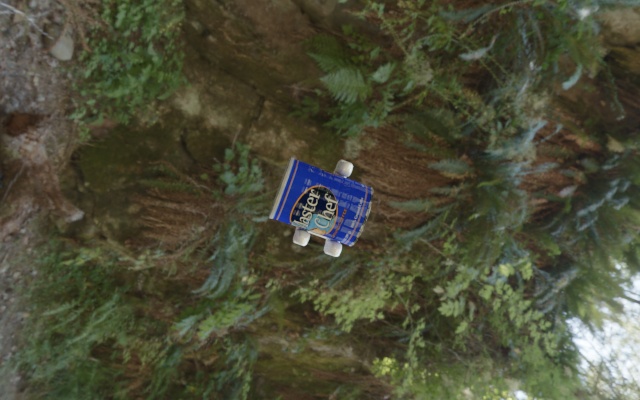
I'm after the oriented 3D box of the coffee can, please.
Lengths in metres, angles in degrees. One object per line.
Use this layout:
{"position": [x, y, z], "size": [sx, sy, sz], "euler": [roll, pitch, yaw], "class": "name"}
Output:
{"position": [0.000, 0.002, 0.764], "size": [0.140, 0.103, 0.103], "euler": [20, -2, -6], "class": "coffee can"}
